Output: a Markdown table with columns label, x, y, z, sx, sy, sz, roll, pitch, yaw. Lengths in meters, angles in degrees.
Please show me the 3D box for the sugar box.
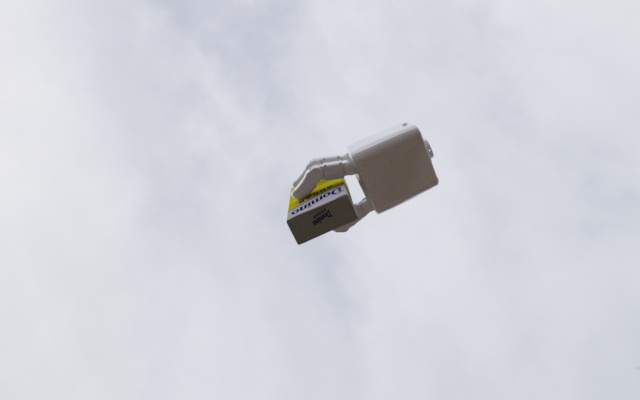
| label | x | y | z | sx | sy | sz | roll | pitch | yaw |
| --- | --- | --- | --- | --- | --- | --- | --- | --- | --- |
| sugar box | 0.000 | 0.002 | 0.721 | 0.093 | 0.048 | 0.176 | -24 | 13 | 5 |
